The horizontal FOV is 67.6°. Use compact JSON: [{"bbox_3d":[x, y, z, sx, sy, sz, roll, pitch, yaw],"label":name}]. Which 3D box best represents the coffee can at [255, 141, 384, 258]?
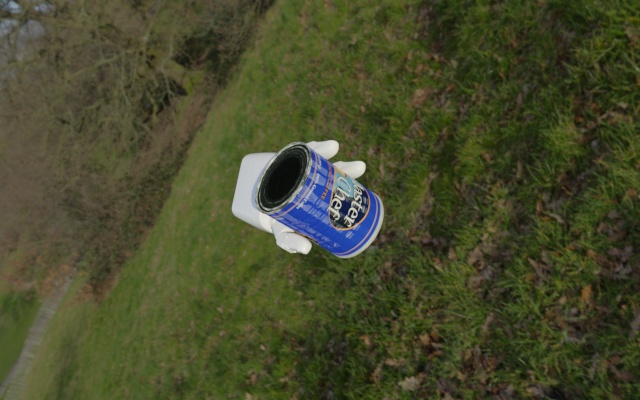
[{"bbox_3d":[0.000,0.002,0.630,0.140,0.102,0.103,33,-20,-34],"label":"coffee can"}]
